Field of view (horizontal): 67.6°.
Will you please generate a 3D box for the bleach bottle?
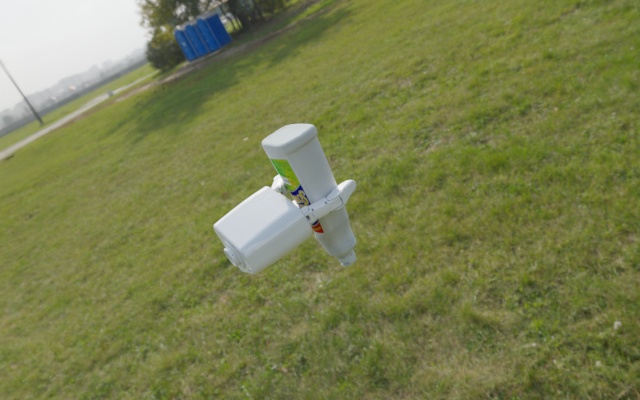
[{"bbox_3d":[0.000,0.002,0.762,0.068,0.251,0.102,-36,25,-20],"label":"bleach bottle"}]
